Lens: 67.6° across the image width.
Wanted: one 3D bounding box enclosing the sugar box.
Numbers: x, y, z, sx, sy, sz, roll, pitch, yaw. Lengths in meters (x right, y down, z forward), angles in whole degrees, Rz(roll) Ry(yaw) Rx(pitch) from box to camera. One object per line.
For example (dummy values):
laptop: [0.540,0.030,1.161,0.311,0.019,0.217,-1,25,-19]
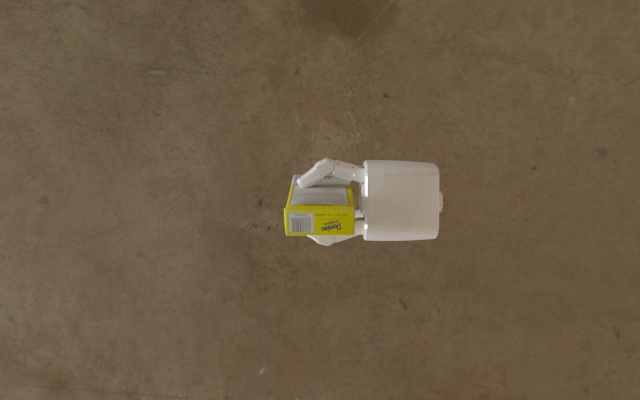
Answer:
sugar box: [0.000,0.003,0.702,0.093,0.048,0.176,1,15,1]
